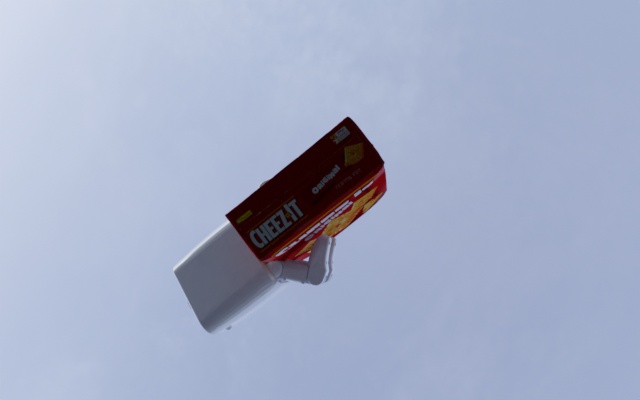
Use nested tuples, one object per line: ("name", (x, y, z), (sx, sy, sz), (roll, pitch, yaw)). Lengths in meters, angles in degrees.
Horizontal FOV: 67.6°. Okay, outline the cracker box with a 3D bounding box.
("cracker box", (0.000, 0.002, 0.580), (0.164, 0.072, 0.214), (-39, -10, 3))
